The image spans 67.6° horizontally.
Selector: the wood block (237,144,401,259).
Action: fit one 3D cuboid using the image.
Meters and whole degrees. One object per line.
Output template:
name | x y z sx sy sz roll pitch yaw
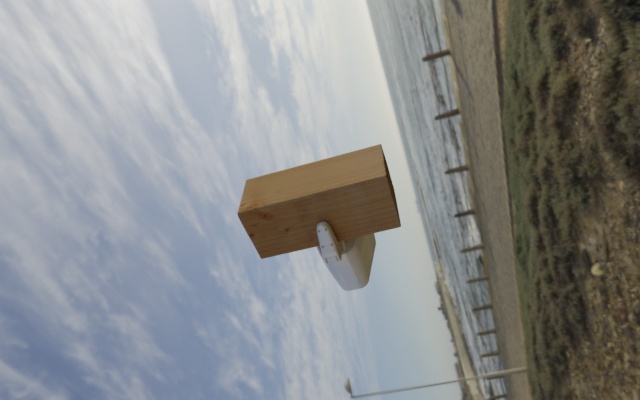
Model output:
wood block | 0.000 0.003 0.679 0.206 0.090 0.090 -14 34 11
